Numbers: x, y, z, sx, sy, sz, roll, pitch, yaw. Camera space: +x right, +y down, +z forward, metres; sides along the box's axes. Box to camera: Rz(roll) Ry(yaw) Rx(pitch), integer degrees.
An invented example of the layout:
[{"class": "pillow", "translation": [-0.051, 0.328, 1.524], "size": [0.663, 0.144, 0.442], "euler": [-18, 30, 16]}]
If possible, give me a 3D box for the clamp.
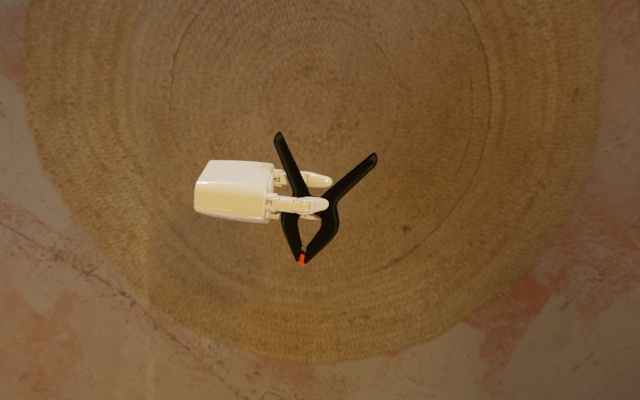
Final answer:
[{"class": "clamp", "translation": [0.000, 0.003, 0.762], "size": [0.164, 0.210, 0.036], "euler": [6, 11, 1]}]
